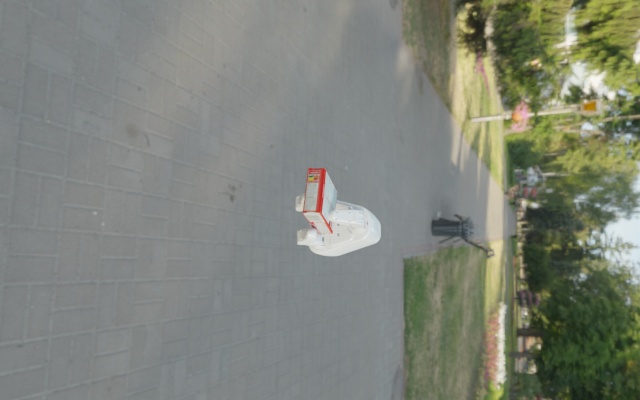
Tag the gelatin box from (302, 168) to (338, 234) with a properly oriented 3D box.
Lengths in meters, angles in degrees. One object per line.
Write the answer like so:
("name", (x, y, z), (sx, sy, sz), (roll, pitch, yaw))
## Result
("gelatin box", (0.000, 0.002, 0.726), (0.030, 0.073, 0.089), (0, -24, 15))
